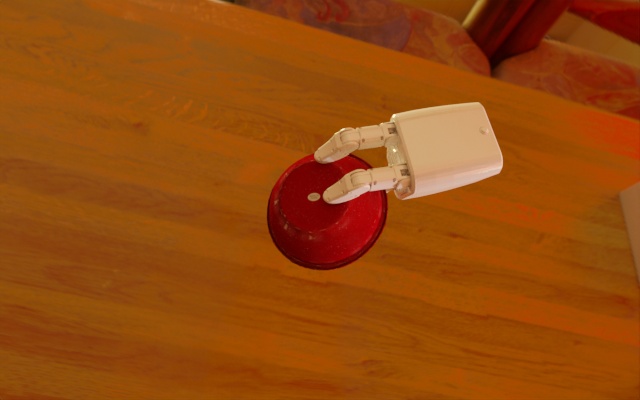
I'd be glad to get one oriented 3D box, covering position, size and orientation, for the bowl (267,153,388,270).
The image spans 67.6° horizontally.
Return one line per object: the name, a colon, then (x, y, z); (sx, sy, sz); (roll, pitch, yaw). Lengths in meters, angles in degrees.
bowl: (-0.001, 0.002, 0.591); (0.162, 0.162, 0.055); (0, -19, 16)
